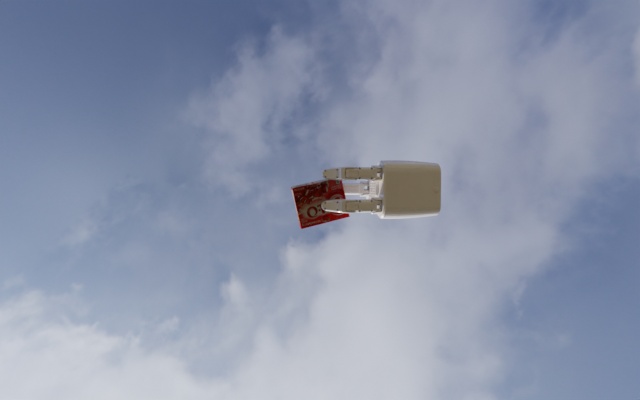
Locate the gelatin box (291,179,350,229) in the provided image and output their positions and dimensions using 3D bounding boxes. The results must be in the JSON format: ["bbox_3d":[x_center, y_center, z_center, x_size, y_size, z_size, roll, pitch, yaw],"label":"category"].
[{"bbox_3d":[0.000,0.003,0.829,0.089,0.073,0.030,-13,9,-6],"label":"gelatin box"}]
